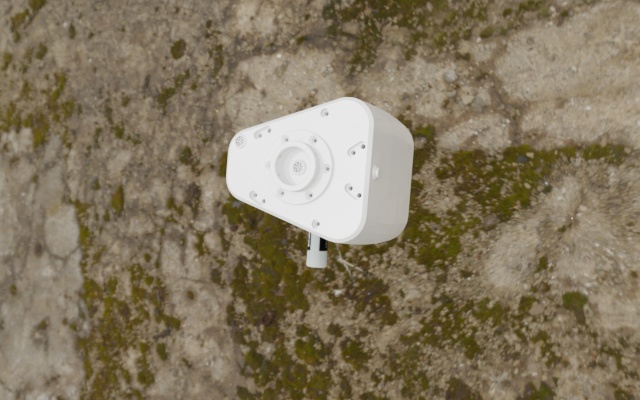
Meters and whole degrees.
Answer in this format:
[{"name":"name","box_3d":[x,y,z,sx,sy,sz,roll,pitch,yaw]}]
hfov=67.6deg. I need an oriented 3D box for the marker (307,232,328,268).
[{"name":"marker","box_3d":[0.000,0.001,0.446,0.020,0.121,0.020,4,0,0]}]
